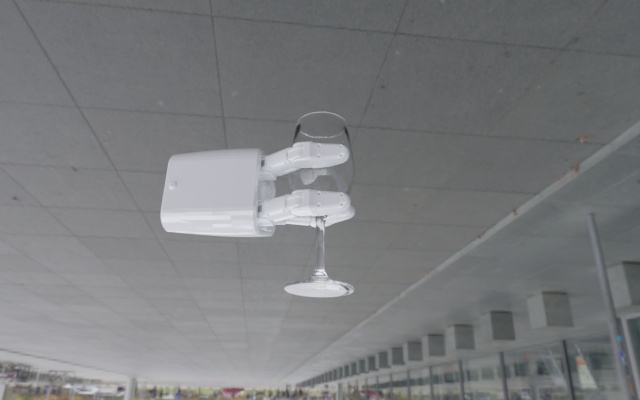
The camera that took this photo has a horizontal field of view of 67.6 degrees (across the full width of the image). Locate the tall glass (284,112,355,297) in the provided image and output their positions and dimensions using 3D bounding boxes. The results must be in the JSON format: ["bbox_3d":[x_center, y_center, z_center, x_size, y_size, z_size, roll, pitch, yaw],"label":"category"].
[{"bbox_3d":[0.000,0.002,0.537,0.079,0.201,0.079,1,-22,0],"label":"tall glass"}]
